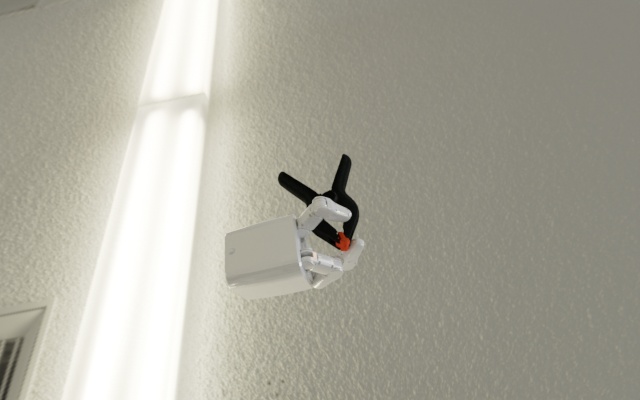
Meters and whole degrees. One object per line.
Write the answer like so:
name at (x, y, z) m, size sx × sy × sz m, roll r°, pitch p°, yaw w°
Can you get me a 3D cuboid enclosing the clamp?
clamp at (0.000, 0.003, 0.722) m, size 0.120 × 0.171 × 0.039 m, roll -13°, pitch -41°, yaw 4°
